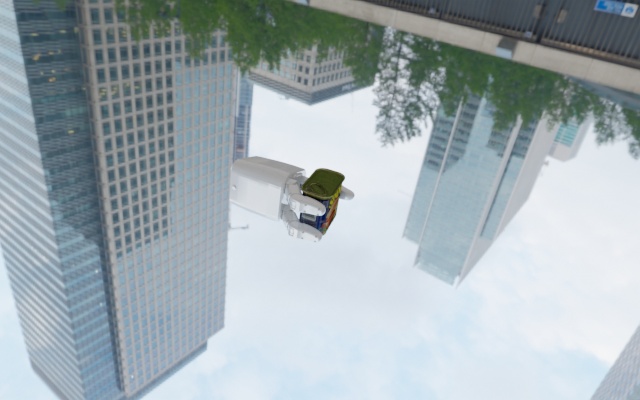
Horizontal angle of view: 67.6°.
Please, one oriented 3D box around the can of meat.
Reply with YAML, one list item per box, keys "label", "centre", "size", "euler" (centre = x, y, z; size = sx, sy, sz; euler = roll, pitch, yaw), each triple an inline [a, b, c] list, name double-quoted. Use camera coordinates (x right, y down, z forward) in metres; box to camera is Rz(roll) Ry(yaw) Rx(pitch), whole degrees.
- label: "can of meat"
  centre: [0.000, 0.003, 0.844]
  size: [0.057, 0.084, 0.102]
  euler: [17, 31, 12]
